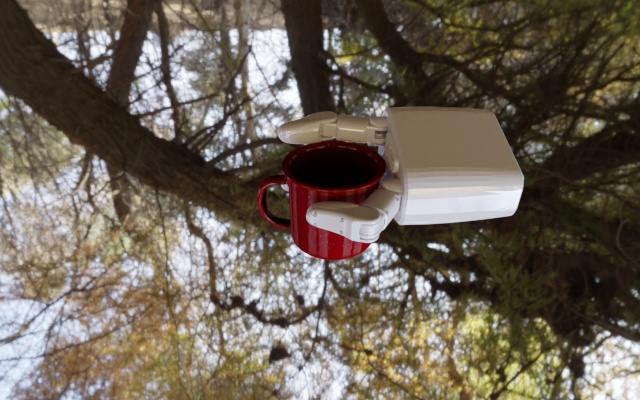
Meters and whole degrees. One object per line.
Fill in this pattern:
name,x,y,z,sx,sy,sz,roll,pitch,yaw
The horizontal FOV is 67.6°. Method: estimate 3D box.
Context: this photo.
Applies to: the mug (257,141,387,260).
mug,-0.001,0.002,0.444,0.117,0.082,0.093,-2,33,-4
